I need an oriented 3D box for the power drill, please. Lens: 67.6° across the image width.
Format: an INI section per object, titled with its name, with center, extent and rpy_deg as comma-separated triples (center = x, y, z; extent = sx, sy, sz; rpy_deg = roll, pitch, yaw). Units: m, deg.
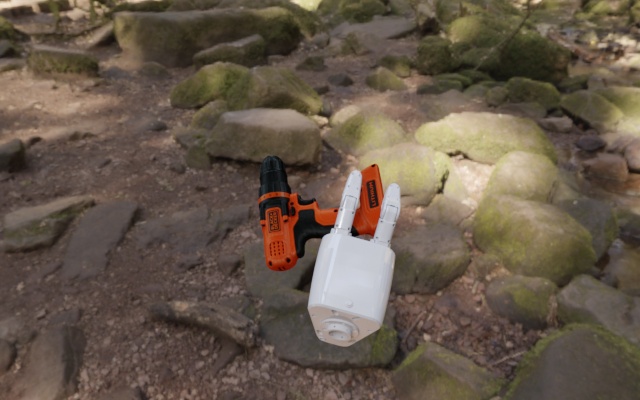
[power drill]
center = 0.001, 0.002, 0.704
extent = 0.187, 0.184, 0.057
rpy_deg = -12, -23, 9
